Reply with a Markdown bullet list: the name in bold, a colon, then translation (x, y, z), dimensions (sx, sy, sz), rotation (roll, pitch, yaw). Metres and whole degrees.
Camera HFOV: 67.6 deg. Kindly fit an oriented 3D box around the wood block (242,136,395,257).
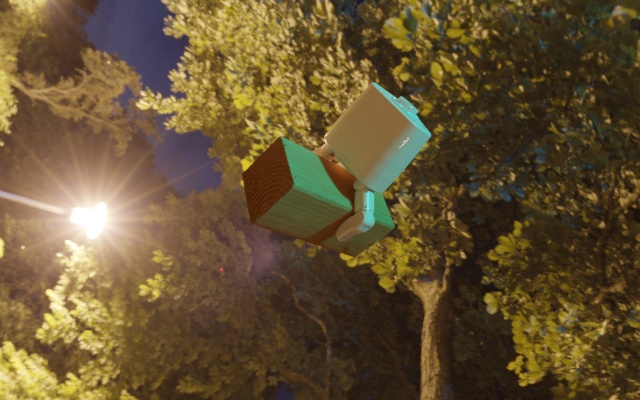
- **wood block**: translation (0.001, 0.002, 0.688), dimensions (0.206, 0.090, 0.090), rotation (23, -51, -41)
